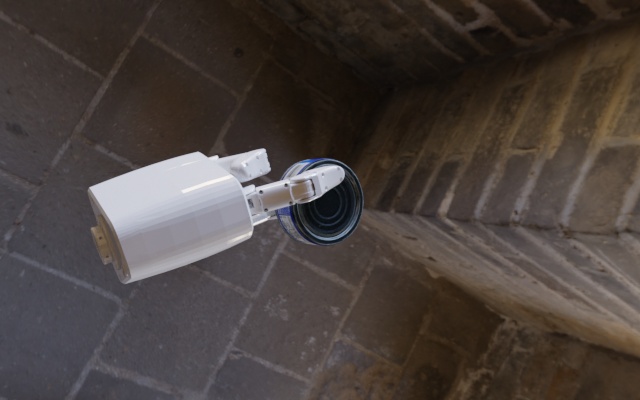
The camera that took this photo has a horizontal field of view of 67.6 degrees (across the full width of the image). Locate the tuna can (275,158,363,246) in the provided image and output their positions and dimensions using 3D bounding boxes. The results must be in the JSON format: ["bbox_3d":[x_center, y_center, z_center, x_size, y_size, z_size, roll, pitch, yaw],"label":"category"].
[{"bbox_3d":[0.000,0.002,0.469,0.086,0.086,0.034,0,0,-33],"label":"tuna can"}]
